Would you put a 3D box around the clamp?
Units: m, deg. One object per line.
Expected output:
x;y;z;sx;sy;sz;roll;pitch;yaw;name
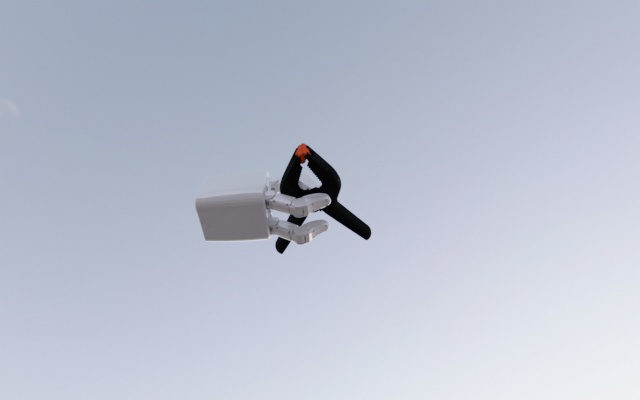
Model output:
0.000;0.002;0.757;0.164;0.210;0.036;-5;41;-2;clamp
